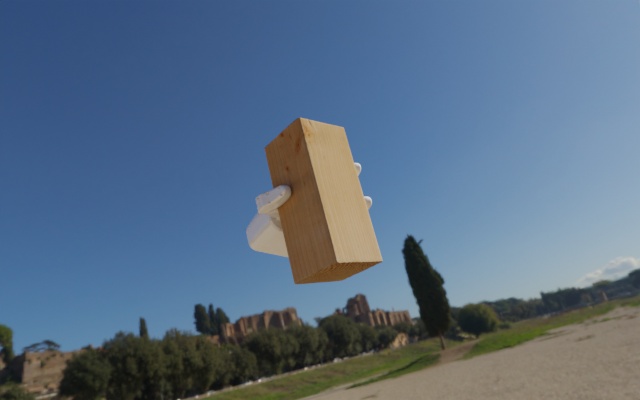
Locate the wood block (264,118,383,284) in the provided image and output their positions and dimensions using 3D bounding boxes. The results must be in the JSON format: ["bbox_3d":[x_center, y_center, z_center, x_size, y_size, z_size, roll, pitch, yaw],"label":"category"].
[{"bbox_3d":[0.000,0.002,0.663,0.091,0.206,0.090,4,-27,-42],"label":"wood block"}]
